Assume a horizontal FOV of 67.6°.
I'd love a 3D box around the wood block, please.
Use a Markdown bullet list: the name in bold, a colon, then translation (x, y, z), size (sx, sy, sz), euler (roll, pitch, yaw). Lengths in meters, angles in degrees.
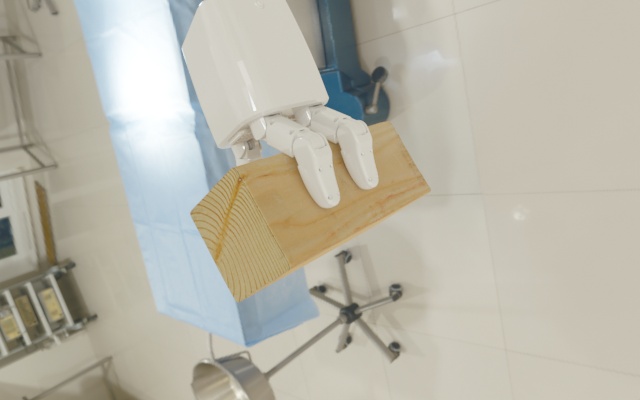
- **wood block**: translation (0.000, 0.001, 0.448), size (0.206, 0.090, 0.091), euler (-23, -9, -44)
